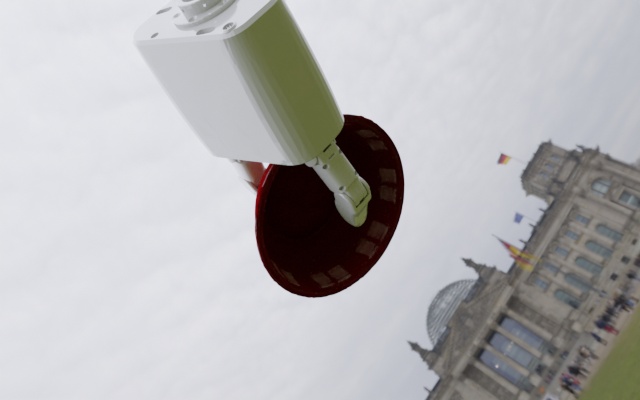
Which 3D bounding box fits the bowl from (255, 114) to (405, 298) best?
[{"bbox_3d":[0.000,0.002,0.427,0.162,0.162,0.055,0,15,-38],"label":"bowl"}]
